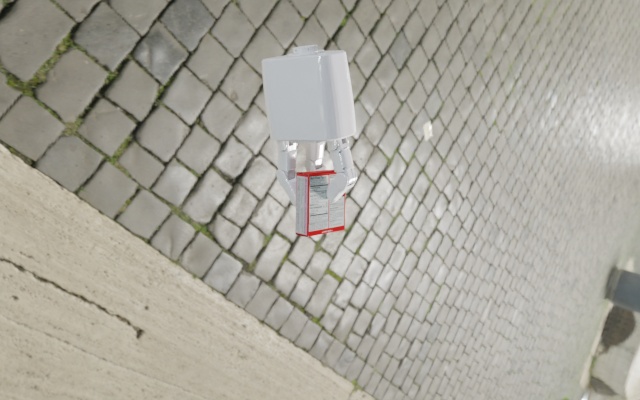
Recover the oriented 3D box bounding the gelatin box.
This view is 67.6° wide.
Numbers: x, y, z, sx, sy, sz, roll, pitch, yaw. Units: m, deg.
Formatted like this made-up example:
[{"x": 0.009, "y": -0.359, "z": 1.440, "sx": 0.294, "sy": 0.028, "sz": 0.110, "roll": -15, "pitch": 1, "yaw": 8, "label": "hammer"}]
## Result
[{"x": 0.000, "y": 0.003, "z": 0.673, "sx": 0.073, "sy": 0.089, "sz": 0.030, "roll": -8, "pitch": 12, "yaw": -43, "label": "gelatin box"}]
